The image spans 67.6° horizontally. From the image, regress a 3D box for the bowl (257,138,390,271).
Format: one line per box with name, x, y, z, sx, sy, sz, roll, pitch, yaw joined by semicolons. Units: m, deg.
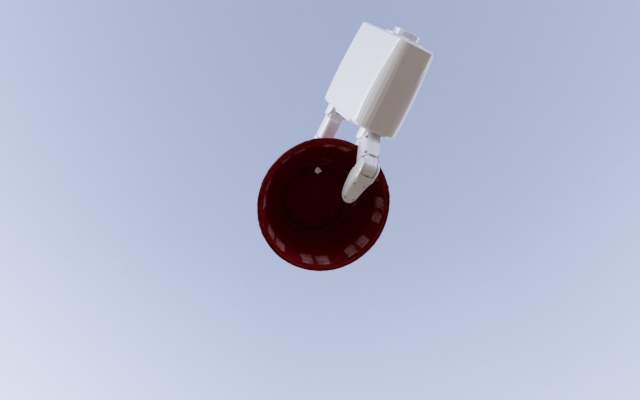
bowl;-0.001;0.003;0.586;0.162;0.162;0.055;0;12;-14
